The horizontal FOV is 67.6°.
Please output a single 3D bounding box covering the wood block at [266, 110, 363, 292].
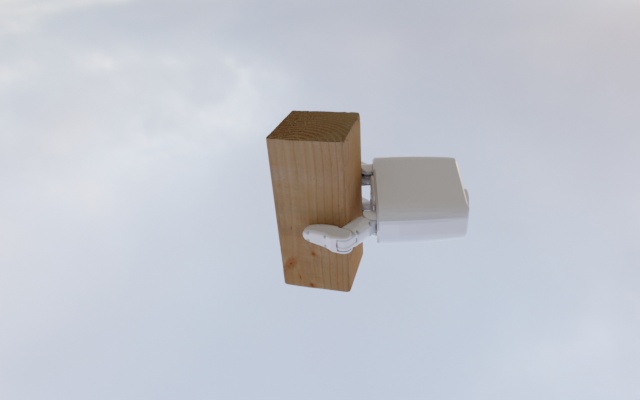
[{"bbox_3d":[0.000,0.002,0.594,0.090,0.206,0.090,5,31,16],"label":"wood block"}]
